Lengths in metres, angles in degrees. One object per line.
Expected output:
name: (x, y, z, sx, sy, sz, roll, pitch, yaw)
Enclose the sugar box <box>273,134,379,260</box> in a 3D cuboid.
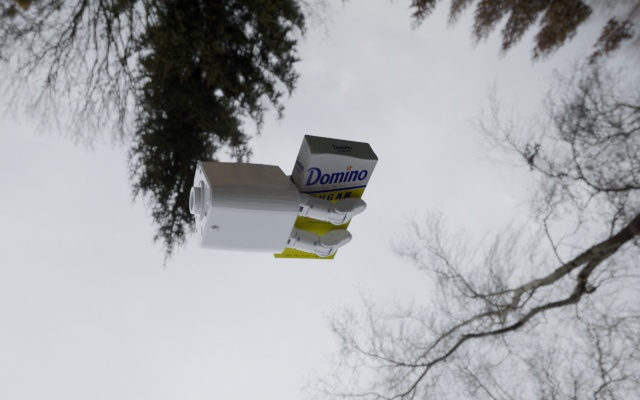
sugar box: (0.000, 0.002, 0.630, 0.093, 0.176, 0.048, 4, 40, -24)
